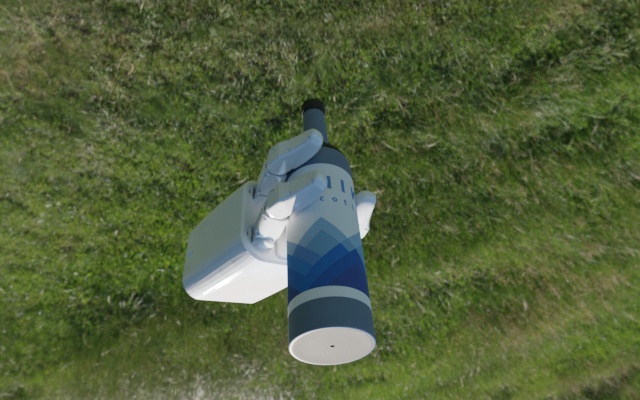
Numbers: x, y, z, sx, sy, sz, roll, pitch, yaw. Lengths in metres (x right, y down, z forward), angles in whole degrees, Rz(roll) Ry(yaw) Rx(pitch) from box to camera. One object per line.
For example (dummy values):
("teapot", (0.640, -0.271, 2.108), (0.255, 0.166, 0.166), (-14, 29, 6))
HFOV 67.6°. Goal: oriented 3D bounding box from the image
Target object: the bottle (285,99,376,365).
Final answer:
("bottle", (0.000, 0.002, 0.458), (0.069, 0.295, 0.069), (-3, -42, -2))
